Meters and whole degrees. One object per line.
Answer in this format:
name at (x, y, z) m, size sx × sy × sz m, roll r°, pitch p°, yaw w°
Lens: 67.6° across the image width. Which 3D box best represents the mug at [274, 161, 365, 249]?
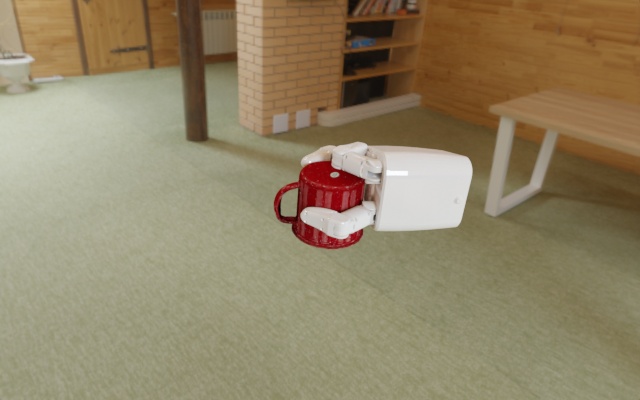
mug at (-0.001, 0.002, 0.595) m, size 0.117 × 0.081 × 0.093 m, roll 0°, pitch 29°, yaw -10°
